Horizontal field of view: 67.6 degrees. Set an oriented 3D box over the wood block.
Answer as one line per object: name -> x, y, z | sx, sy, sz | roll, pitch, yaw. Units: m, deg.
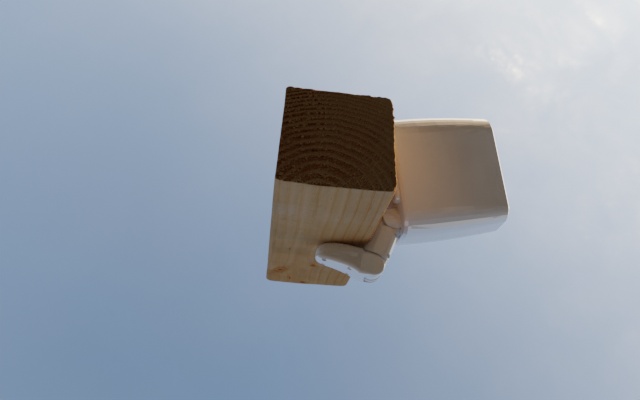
wood block -> 0.000, 0.002, 0.448 | 0.090, 0.090, 0.206 | 6, -30, -5
